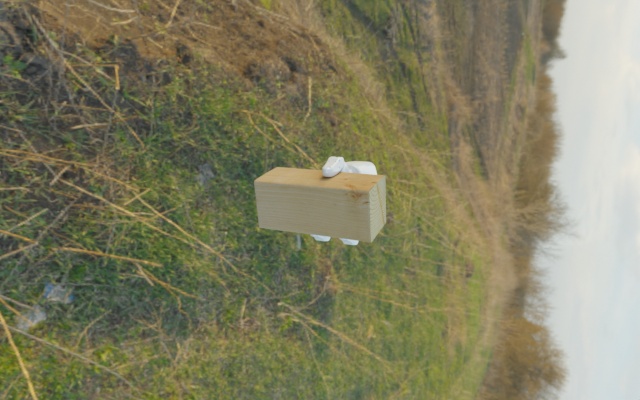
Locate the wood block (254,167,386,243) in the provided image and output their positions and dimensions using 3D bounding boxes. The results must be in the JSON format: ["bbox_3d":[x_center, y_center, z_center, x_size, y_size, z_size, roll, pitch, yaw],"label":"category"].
[{"bbox_3d":[0.000,0.002,0.819,0.206,0.091,0.090,5,22,23],"label":"wood block"}]
